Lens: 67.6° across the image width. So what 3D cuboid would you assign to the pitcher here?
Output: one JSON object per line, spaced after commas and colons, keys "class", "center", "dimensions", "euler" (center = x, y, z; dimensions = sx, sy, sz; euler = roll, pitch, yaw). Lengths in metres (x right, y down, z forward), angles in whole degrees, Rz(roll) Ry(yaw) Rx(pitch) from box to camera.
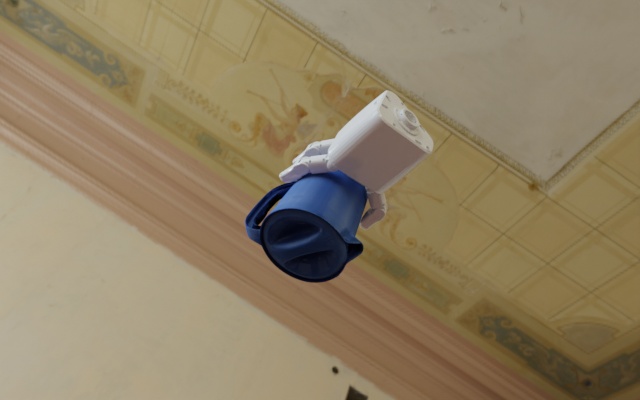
{"class": "pitcher", "center": [0.000, 0.002, 0.765], "dimensions": [0.145, 0.149, 0.242], "euler": [-41, 12, 37]}
